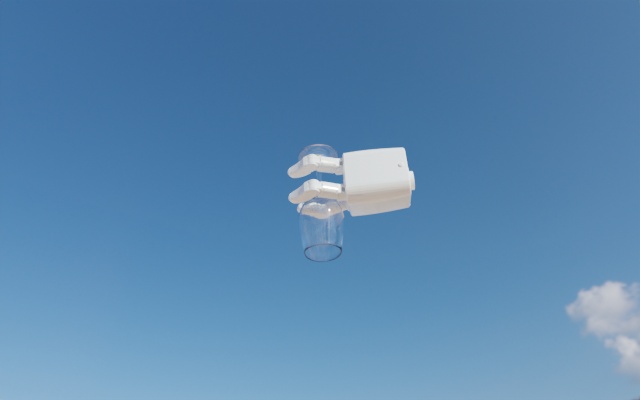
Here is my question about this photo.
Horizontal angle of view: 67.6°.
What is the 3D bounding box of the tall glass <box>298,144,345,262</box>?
[{"bbox_3d":[0.000,0.002,0.824,0.079,0.201,0.079,-2,-34,-1],"label":"tall glass"}]
